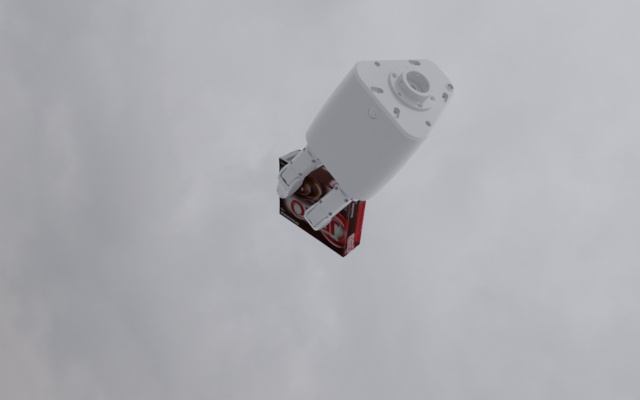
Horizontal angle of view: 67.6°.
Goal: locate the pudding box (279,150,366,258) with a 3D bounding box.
[{"bbox_3d":[0.000,0.002,0.570,0.113,0.090,0.039,34,48,31],"label":"pudding box"}]
